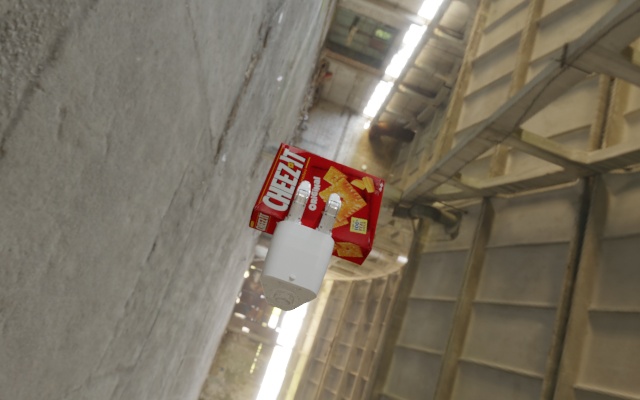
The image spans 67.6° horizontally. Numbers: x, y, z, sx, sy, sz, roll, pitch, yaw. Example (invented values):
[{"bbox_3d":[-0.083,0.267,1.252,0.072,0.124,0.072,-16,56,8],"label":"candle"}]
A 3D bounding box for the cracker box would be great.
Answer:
[{"bbox_3d":[0.000,0.003,0.866,0.214,0.164,0.072,20,-37,-3],"label":"cracker box"}]
